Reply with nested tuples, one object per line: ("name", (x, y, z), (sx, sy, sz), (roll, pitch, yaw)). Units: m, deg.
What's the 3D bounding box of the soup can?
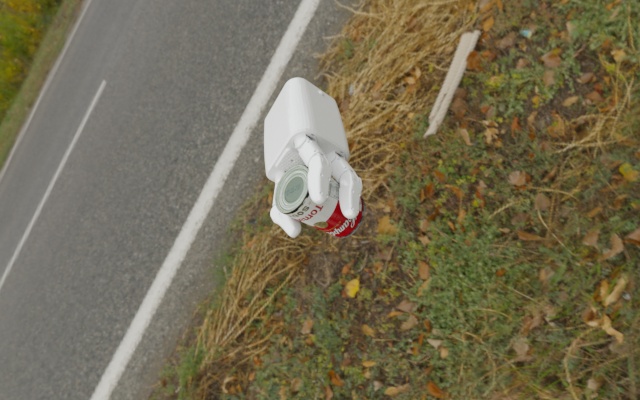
("soup can", (0.000, 0.002, 0.620), (0.102, 0.068, 0.068), (26, -17, -39))
